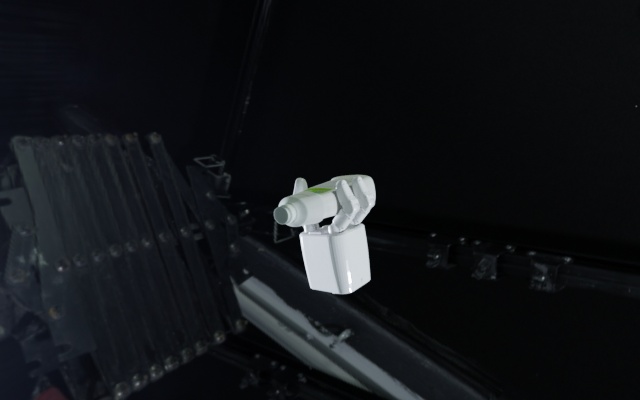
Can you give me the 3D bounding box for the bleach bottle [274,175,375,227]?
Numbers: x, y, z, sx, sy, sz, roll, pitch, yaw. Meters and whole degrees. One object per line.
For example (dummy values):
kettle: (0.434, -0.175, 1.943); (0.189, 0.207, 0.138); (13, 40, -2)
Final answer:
bleach bottle: (0.000, 0.003, 0.843); (0.102, 0.068, 0.251); (-4, 7, 34)
